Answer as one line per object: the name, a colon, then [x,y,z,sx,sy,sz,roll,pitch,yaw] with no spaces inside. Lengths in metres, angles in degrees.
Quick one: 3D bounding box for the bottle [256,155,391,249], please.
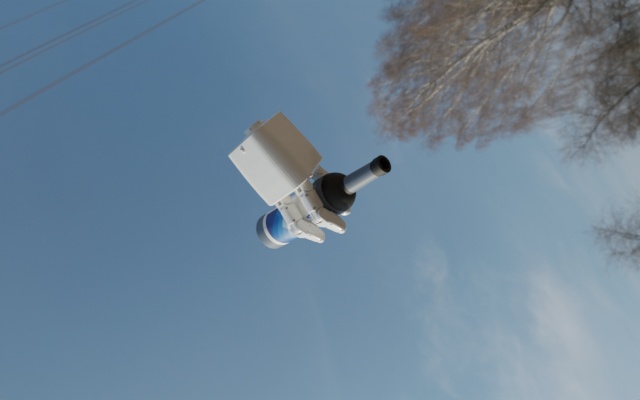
bottle: [0.000,0.003,0.772,0.069,0.069,0.296,0,-22,-41]
